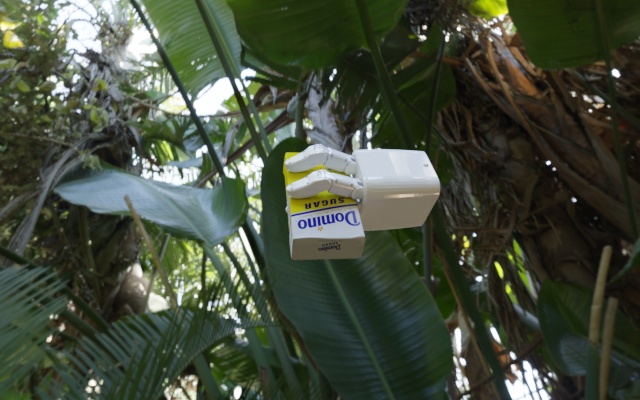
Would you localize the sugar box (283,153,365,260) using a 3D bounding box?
[{"bbox_3d":[0.000,0.002,0.657,0.093,0.048,0.176,-1,40,-9],"label":"sugar box"}]
